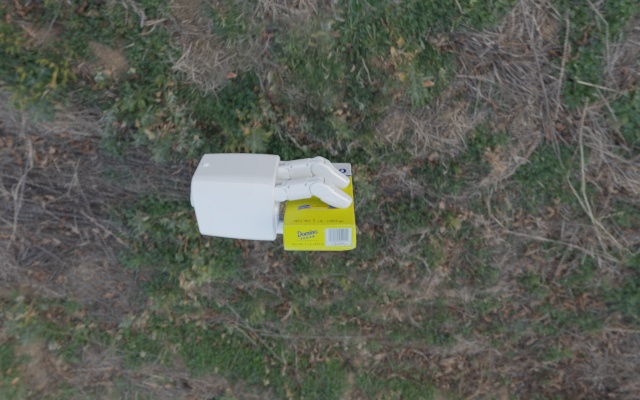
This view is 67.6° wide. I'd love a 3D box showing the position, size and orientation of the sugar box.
[{"bbox_3d":[0.000,0.002,0.675,0.093,0.048,0.176,0,33,0],"label":"sugar box"}]
